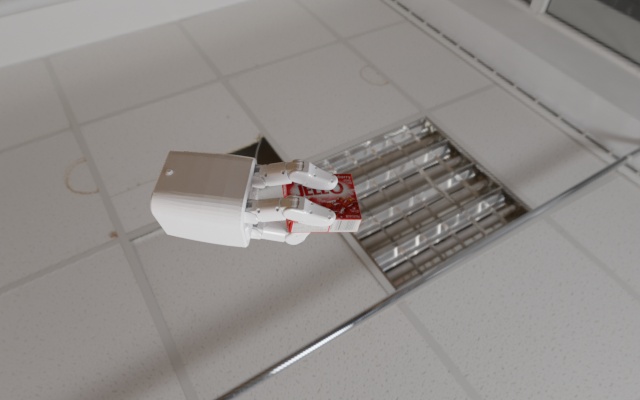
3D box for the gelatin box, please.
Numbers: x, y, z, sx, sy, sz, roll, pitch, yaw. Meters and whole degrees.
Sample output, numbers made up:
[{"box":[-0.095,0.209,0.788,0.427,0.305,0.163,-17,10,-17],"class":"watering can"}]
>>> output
[{"box":[0.000,0.002,0.586,0.089,0.073,0.030,0,-39,-14],"class":"gelatin box"}]
